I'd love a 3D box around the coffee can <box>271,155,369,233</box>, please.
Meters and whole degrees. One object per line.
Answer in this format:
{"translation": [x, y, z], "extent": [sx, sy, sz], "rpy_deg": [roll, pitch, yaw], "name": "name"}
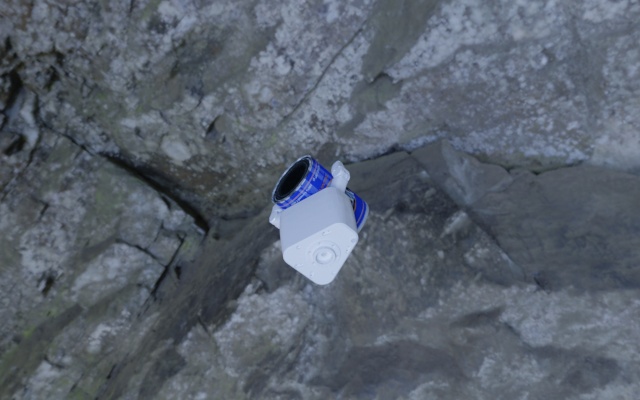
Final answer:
{"translation": [0.000, 0.003, 0.836], "extent": [0.140, 0.102, 0.103], "rpy_deg": [39, -18, -23], "name": "coffee can"}
